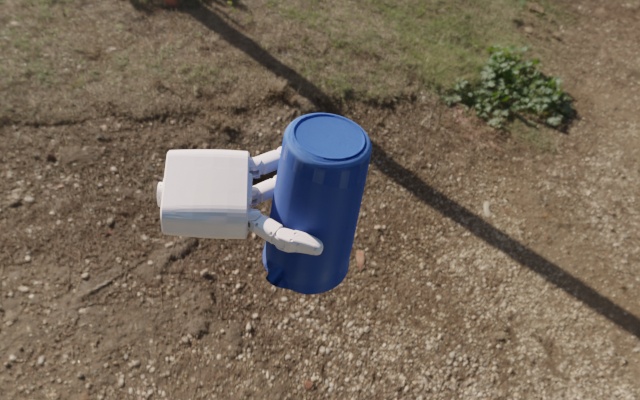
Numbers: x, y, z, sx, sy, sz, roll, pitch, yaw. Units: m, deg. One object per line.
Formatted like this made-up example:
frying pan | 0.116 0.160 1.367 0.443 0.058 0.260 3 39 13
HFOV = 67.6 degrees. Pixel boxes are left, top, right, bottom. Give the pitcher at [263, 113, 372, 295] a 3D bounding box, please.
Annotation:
pitcher | 0.000 0.002 0.657 0.145 0.149 0.243 3 -45 -9
